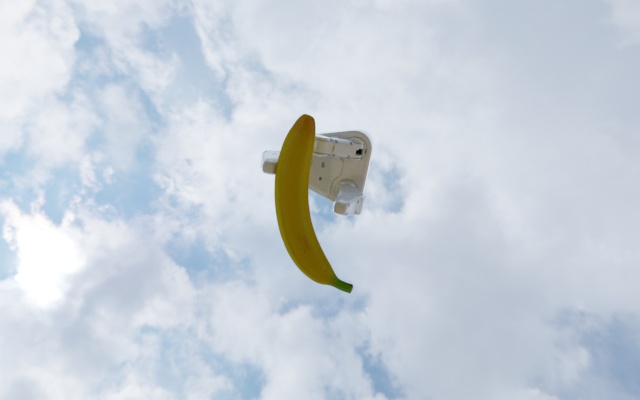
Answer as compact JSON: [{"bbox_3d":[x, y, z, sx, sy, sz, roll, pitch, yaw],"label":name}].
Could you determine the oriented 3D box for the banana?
[{"bbox_3d":[-0.017,0.009,0.521,0.069,0.198,0.037,-12,9,12],"label":"banana"}]
